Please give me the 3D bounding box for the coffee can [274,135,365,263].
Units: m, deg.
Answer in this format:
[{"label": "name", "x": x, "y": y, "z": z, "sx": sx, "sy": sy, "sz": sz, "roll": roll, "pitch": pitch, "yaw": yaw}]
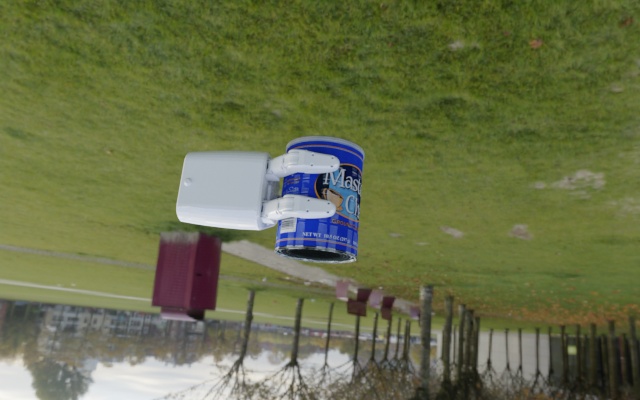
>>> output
[{"label": "coffee can", "x": 0.000, "y": 0.002, "z": 0.606, "sx": 0.103, "sy": 0.140, "sz": 0.103, "roll": 5, "pitch": -15, "yaw": 1}]
